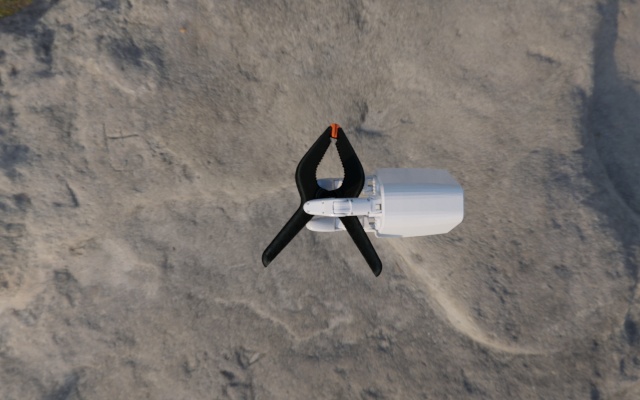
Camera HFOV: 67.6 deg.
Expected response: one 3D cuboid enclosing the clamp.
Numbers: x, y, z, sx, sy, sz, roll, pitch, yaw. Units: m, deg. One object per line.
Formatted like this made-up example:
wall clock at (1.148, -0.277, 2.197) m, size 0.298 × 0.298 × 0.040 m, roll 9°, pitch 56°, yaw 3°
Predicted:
clamp at (0.000, 0.002, 0.648) m, size 0.164 × 0.210 × 0.036 m, roll -2°, pitch 2°, yaw -3°
